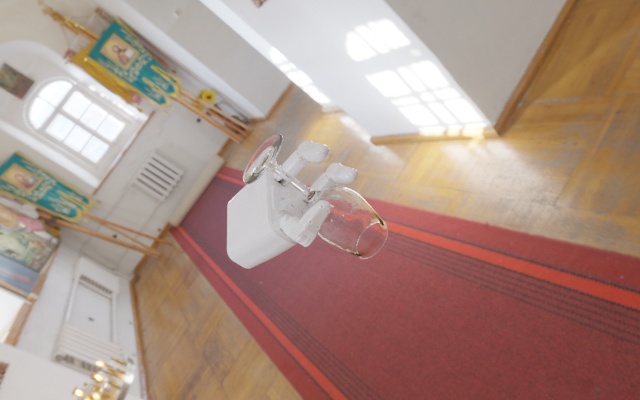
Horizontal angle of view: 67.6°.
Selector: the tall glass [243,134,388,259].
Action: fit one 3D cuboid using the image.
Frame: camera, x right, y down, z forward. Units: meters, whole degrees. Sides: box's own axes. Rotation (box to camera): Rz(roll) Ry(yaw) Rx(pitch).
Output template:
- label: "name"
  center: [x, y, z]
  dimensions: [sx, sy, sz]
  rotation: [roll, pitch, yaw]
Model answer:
- label: "tall glass"
  center: [0.000, 0.002, 0.627]
  dimensions: [0.201, 0.079, 0.079]
  rotation: [36, -18, -26]
